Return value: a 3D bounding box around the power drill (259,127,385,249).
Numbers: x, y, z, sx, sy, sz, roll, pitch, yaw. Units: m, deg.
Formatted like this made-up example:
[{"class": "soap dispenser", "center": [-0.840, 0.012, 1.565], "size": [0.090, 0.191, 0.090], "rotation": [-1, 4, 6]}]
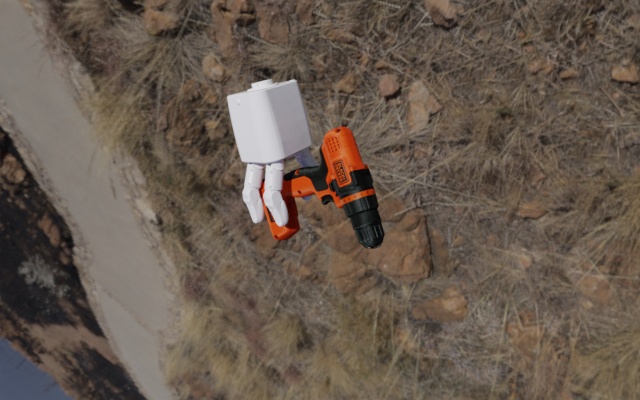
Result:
[{"class": "power drill", "center": [0.000, 0.002, 0.737], "size": [0.188, 0.184, 0.057], "rotation": [-22, -8, 34]}]
